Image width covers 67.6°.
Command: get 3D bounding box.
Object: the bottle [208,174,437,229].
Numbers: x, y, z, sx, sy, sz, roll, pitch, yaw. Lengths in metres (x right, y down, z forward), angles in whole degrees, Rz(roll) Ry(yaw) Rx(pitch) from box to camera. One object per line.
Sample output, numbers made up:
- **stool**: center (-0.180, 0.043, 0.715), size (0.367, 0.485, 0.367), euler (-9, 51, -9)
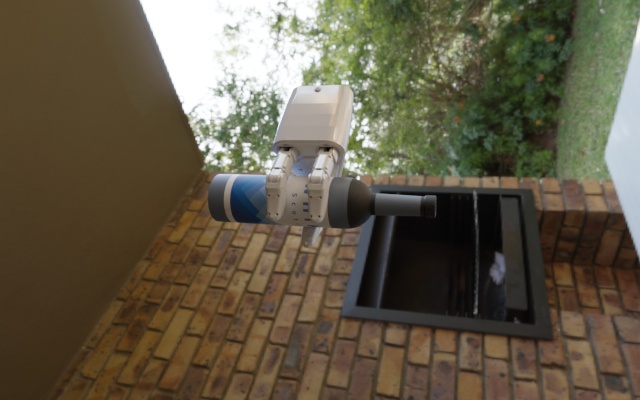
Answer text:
- **bottle**: center (0.000, 0.002, 0.625), size (0.296, 0.069, 0.069), euler (2, 1, 16)
